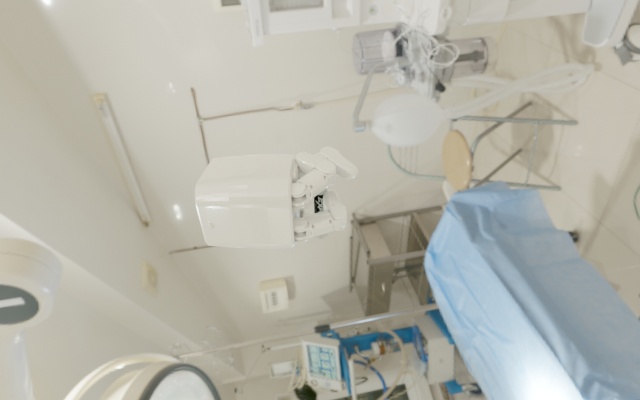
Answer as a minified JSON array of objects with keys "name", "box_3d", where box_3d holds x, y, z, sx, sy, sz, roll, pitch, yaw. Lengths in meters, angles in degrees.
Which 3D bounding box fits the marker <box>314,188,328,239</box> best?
[{"name":"marker","box_3d":[0.000,0.002,0.624,0.020,0.121,0.020,-1,41,1]}]
